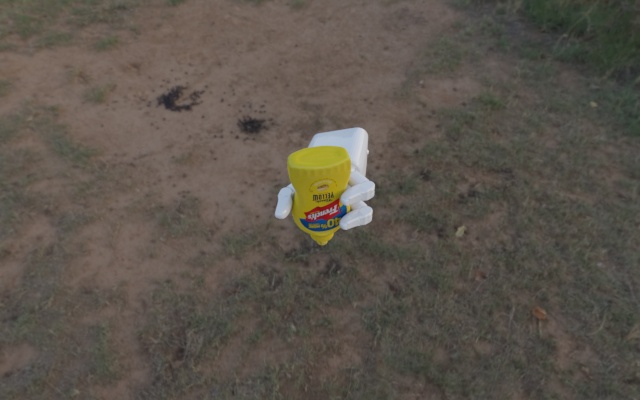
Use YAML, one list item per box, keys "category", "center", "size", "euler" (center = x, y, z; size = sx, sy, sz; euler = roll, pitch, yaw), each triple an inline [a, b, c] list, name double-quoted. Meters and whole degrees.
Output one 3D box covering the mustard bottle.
- category: "mustard bottle"
  center: [0.000, 0.003, 0.783]
  size: [0.096, 0.192, 0.058]
  euler: [-10, 43, -8]
